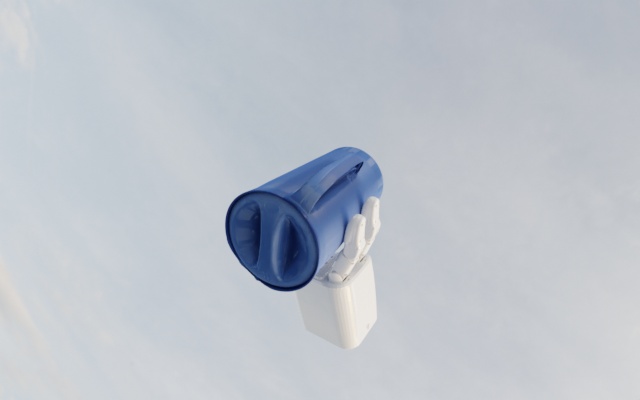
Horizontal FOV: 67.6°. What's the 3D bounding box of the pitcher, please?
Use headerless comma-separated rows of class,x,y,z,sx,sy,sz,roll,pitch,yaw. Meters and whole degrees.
pitcher,0.000,0.002,0.647,0.149,0.145,0.242,1,22,31
